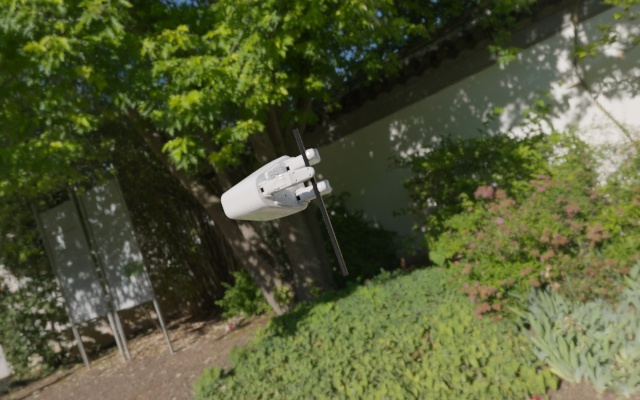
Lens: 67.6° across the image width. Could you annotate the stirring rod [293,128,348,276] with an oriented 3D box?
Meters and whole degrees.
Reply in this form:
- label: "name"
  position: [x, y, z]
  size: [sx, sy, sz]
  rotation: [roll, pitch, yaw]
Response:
- label: "stirring rod"
  position: [0.000, 0.003, 0.743]
  size: [0.011, 0.239, 0.011]
  rotation: [-19, -1, 0]
